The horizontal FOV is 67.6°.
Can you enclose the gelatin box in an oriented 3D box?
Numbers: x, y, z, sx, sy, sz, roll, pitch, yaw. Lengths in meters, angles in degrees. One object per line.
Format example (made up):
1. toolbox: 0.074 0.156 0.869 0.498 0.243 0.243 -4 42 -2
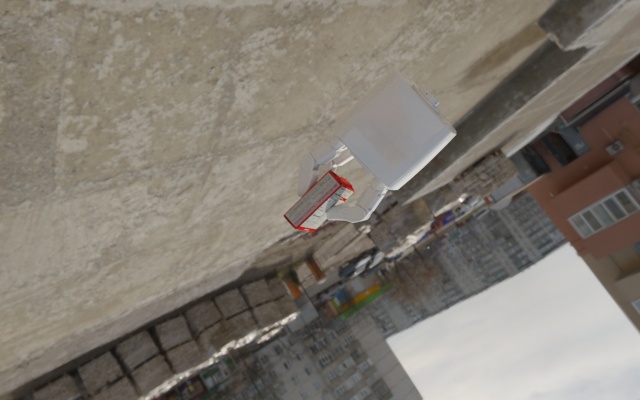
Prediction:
1. gelatin box: 0.000 0.003 0.649 0.089 0.030 0.073 -45 -16 8
